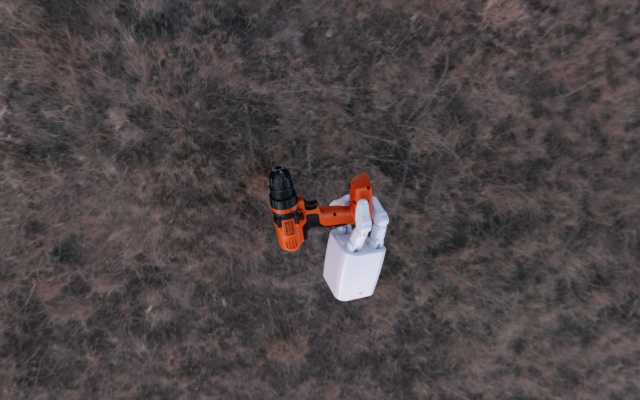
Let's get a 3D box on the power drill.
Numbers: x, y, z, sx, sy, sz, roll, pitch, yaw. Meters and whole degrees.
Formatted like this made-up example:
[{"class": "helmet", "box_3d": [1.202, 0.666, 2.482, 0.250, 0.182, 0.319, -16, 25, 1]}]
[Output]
[{"class": "power drill", "box_3d": [0.001, 0.003, 0.889, 0.187, 0.185, 0.057, -10, 39, -6]}]
